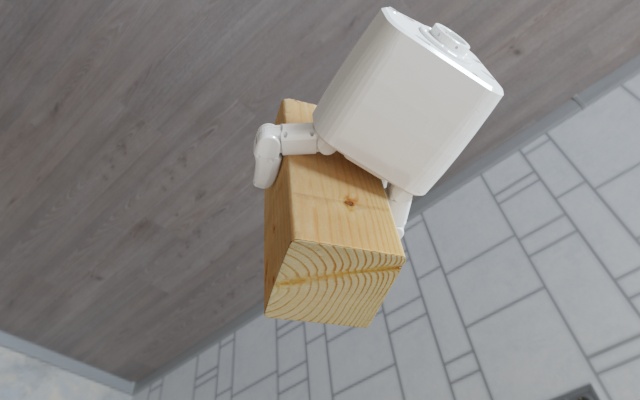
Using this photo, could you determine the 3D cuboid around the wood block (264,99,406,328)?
[{"bbox_3d":[0.000,0.001,0.440,0.091,0.090,0.206,10,38,-14],"label":"wood block"}]
